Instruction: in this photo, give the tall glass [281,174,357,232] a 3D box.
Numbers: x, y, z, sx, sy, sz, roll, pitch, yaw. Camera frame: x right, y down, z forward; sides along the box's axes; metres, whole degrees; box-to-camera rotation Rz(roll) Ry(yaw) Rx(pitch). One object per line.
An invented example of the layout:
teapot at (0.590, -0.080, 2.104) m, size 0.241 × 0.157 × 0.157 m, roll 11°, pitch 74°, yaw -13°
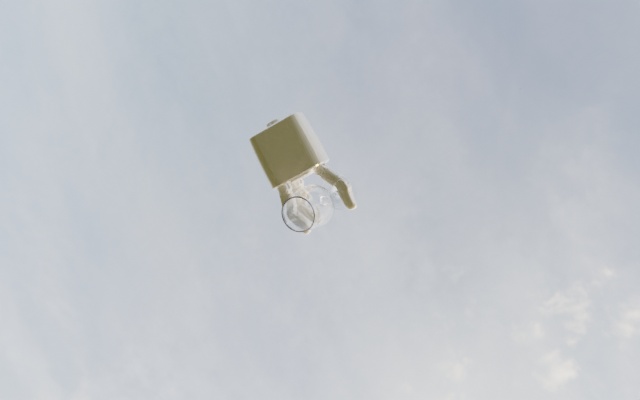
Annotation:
tall glass at (0.001, 0.003, 0.880) m, size 0.079 × 0.079 × 0.201 m, roll 0°, pitch 12°, yaw 23°
